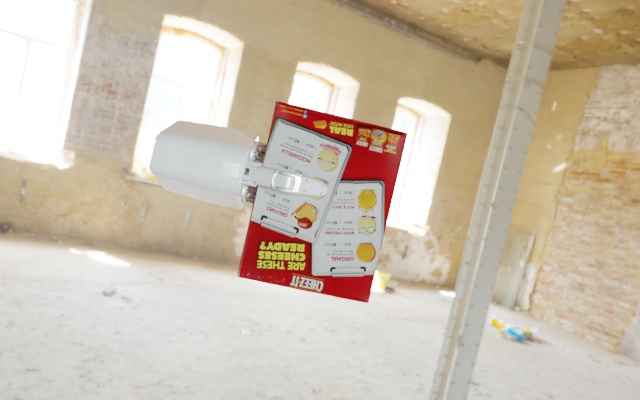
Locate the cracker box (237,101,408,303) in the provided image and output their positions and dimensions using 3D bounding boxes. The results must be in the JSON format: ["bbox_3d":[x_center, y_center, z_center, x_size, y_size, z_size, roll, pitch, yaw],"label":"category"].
[{"bbox_3d":[0.000,0.002,0.596,0.164,0.214,0.072,12,3,-5],"label":"cracker box"}]
